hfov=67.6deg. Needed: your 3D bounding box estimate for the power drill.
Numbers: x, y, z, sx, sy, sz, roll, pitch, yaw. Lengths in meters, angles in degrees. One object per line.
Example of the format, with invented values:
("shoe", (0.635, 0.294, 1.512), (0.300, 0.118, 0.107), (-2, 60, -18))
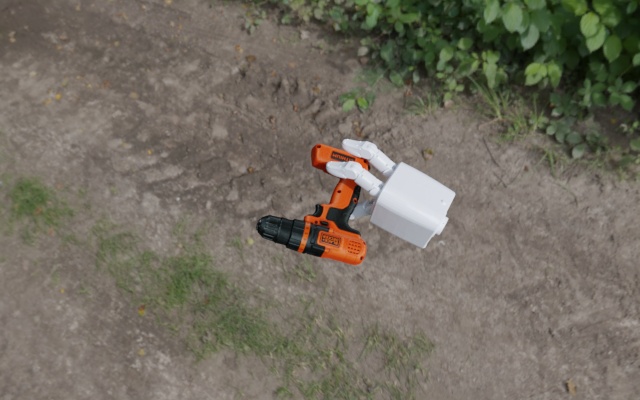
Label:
("power drill", (0.001, 0.002, 0.805), (0.184, 0.187, 0.057), (17, -20, -9))
